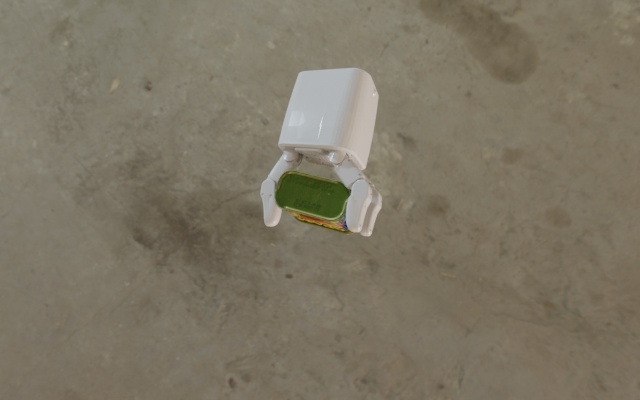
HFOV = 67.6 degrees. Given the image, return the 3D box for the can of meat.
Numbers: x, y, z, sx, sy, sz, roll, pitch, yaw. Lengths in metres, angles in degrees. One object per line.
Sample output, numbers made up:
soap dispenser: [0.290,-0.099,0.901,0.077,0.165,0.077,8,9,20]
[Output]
can of meat: [0.000,0.002,0.614,0.102,0.057,0.084,14,-8,19]
